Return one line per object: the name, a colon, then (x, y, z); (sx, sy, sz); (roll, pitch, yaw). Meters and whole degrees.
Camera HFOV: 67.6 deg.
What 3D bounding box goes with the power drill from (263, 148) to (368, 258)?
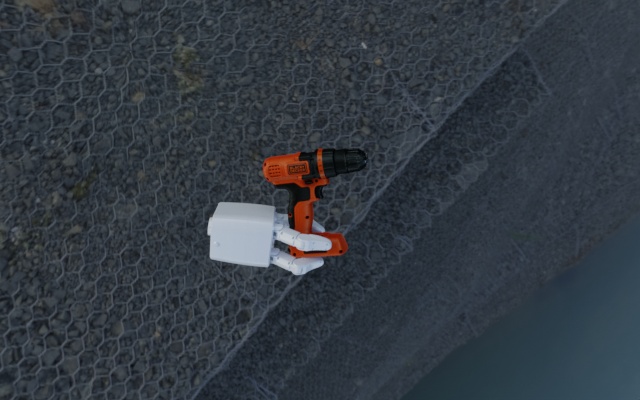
power drill: (0.000, 0.003, 0.842); (0.184, 0.188, 0.057); (-5, 11, 14)
